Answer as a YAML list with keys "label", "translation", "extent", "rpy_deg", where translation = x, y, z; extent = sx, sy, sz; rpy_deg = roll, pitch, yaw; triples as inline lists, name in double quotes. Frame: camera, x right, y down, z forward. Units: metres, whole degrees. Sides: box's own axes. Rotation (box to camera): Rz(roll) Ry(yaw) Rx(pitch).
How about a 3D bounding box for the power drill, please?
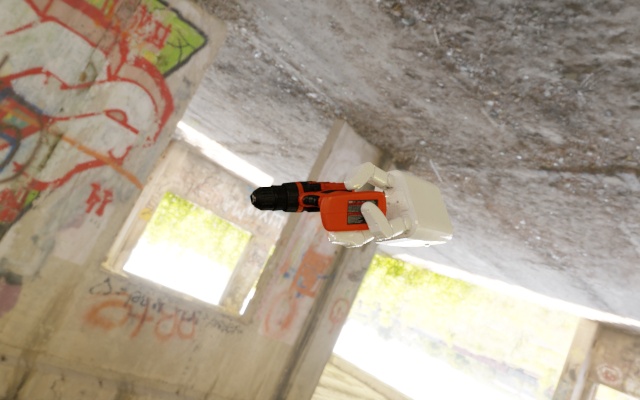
- label: "power drill"
  translation: [0.001, 0.003, 0.743]
  extent: [0.184, 0.057, 0.187]
  rpy_deg: [-5, 12, -24]
